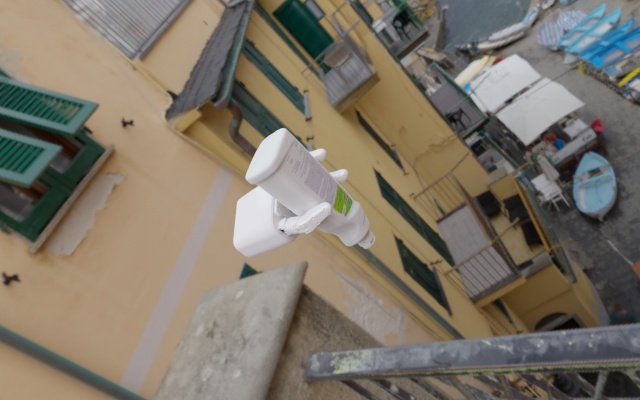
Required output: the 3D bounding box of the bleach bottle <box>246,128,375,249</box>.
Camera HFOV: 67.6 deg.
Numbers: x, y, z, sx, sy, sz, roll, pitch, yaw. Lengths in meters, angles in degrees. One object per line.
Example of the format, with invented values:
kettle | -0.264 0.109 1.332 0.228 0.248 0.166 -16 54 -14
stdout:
bleach bottle | 0.000 0.002 0.766 0.068 0.102 0.251 -25 -56 37
